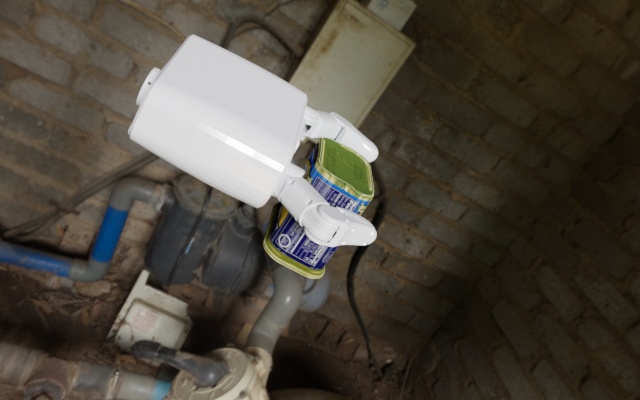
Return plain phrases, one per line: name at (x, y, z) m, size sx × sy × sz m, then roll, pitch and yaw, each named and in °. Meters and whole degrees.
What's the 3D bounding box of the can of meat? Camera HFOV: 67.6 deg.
can of meat at (0.000, 0.001, 0.404) m, size 0.057 × 0.084 × 0.102 m, roll 29°, pitch 22°, yaw -10°
